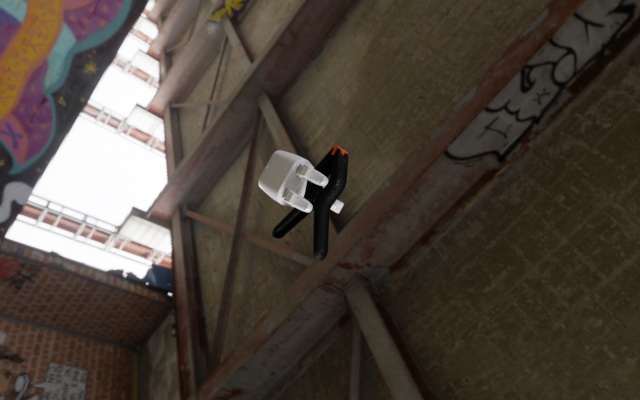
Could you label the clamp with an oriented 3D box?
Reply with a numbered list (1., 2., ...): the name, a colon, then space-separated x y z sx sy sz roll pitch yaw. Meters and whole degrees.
1. clamp: 0.001 0.003 0.869 0.036 0.210 0.164 29 1 -37
